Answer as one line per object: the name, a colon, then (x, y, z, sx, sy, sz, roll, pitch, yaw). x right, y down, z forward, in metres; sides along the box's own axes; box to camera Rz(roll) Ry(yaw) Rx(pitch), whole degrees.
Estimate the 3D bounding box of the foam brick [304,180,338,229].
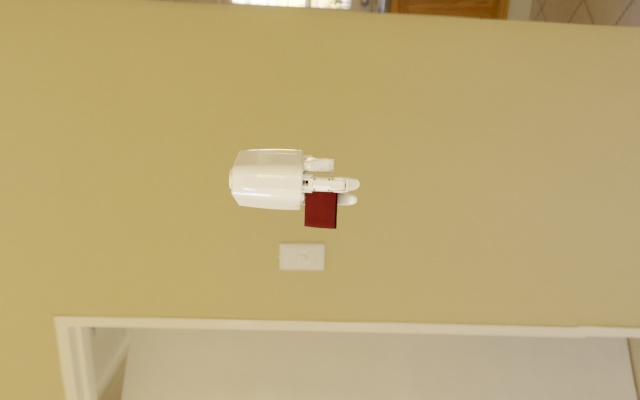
foam brick: (0.000, 0.003, 0.765, 0.051, 0.078, 0.053, 2, 6, -3)
